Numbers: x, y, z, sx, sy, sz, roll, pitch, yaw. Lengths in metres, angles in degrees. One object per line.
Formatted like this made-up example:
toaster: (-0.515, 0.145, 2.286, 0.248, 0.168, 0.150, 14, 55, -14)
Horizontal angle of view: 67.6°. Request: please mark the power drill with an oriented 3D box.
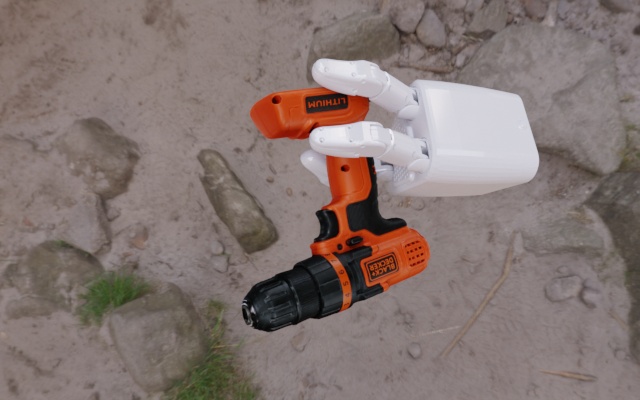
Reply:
power drill: (0.000, 0.001, 0.410, 0.184, 0.187, 0.057, -15, 1, -33)
